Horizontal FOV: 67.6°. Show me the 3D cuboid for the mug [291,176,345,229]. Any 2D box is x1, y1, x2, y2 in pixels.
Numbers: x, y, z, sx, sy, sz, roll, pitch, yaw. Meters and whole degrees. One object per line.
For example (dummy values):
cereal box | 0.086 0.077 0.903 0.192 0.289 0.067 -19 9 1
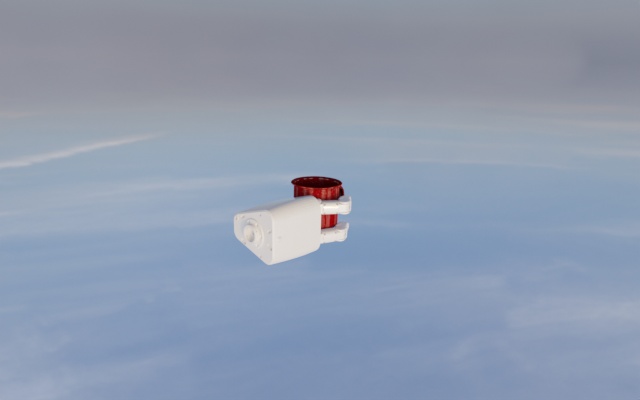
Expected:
mug | 0.001 0.003 0.883 0.093 0.081 0.117 16 21 41
